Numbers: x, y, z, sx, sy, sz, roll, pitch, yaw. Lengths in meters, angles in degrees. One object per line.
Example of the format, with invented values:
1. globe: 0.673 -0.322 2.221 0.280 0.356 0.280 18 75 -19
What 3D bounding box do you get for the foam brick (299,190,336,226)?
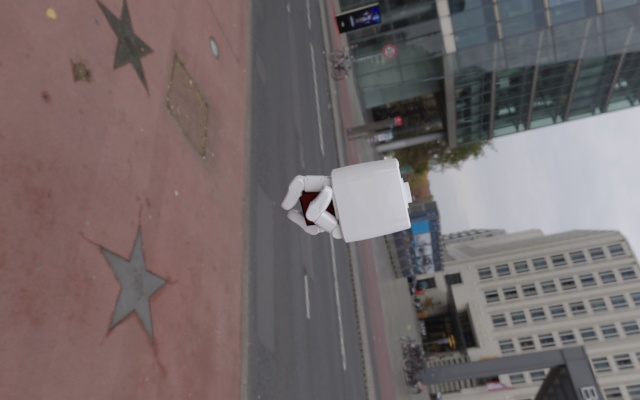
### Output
1. foam brick: 0.000 0.002 0.795 0.051 0.053 0.078 -11 18 10
